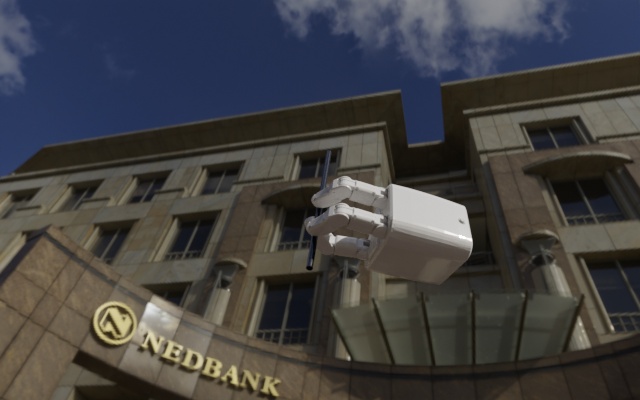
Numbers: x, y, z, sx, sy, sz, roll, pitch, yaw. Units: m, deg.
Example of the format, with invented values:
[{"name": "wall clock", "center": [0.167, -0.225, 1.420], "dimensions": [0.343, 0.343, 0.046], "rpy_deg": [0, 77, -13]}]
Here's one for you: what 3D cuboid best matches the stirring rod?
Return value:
[{"name": "stirring rod", "center": [0.000, 0.002, 0.642], "dimensions": [0.011, 0.011, 0.239], "rpy_deg": [0, 39, 8]}]
